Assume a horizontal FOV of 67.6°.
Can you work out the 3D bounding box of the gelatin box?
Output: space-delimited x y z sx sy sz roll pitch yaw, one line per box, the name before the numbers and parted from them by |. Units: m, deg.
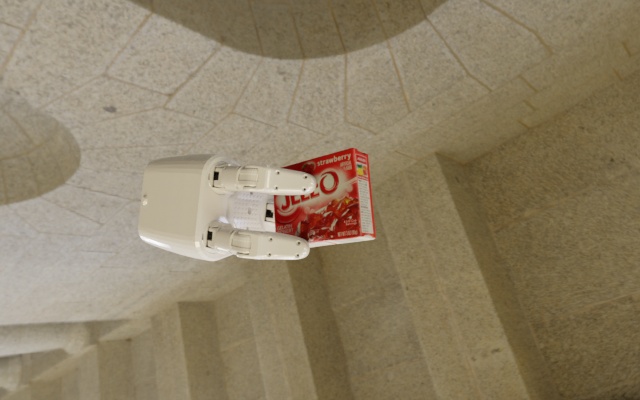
gelatin box | 0.001 0.001 0.410 0.089 0.073 0.030 -11 -13 33
